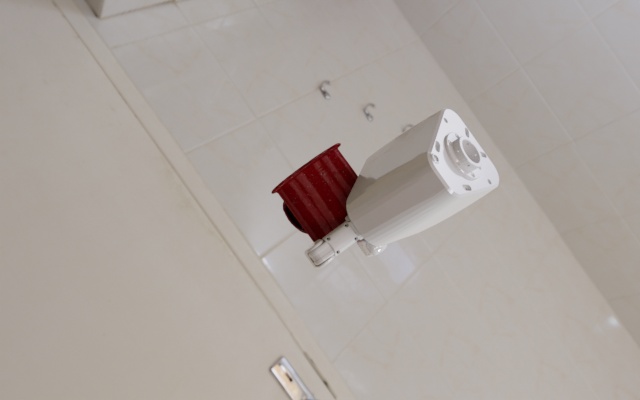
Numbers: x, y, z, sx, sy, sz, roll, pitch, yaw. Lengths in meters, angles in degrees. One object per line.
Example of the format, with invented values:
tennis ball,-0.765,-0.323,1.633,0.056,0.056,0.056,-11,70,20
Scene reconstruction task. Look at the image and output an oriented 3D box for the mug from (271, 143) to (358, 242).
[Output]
mug,-0.001,0.003,0.533,0.117,0.081,0.093,-36,0,43
